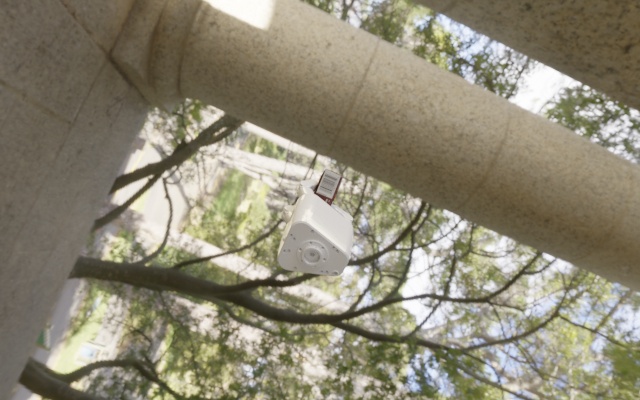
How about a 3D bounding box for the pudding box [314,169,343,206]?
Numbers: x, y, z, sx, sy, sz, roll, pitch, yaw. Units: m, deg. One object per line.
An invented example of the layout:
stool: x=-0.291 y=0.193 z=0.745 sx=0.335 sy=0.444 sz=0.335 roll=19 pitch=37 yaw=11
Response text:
pudding box: x=0.000 y=0.003 z=0.893 sx=0.039 sy=0.113 sz=0.090 roll=24 pitch=-5 yaw=-4
